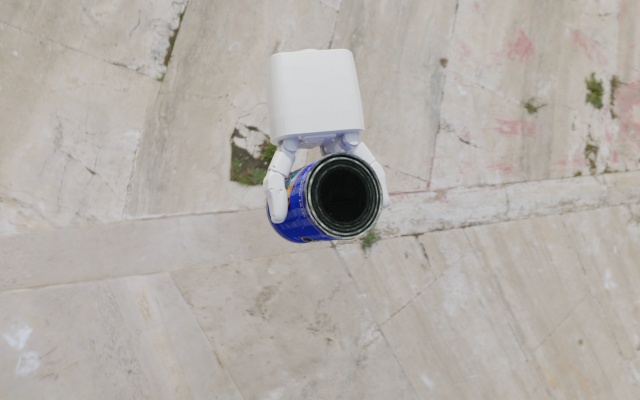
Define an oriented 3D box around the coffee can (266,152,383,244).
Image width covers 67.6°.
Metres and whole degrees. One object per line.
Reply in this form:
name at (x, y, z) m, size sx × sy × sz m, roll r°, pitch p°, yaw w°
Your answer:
coffee can at (0.000, 0.002, 0.612) m, size 0.103 × 0.103 × 0.140 m, roll 0°, pitch -6°, yaw -25°
